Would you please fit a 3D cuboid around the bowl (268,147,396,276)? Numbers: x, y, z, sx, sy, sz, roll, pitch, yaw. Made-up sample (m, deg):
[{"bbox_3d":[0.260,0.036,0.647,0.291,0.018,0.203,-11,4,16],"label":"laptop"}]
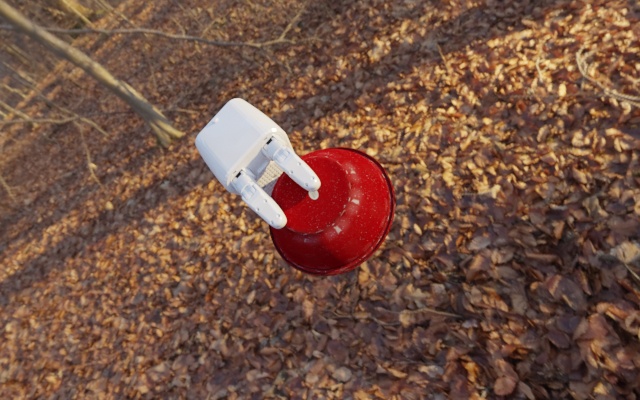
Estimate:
[{"bbox_3d":[0.001,0.002,0.544,0.162,0.162,0.055,0,-19,24],"label":"bowl"}]
